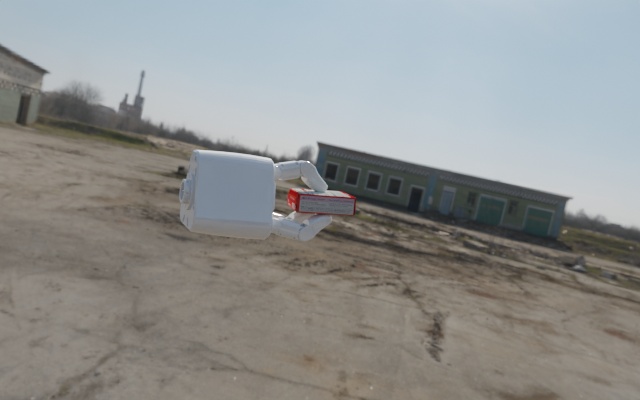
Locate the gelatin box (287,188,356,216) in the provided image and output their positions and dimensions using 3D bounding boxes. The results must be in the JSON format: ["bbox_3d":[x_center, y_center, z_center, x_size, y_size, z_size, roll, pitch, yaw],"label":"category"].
[{"bbox_3d":[0.000,0.002,0.711,0.089,0.030,0.073,3,7,-14],"label":"gelatin box"}]
